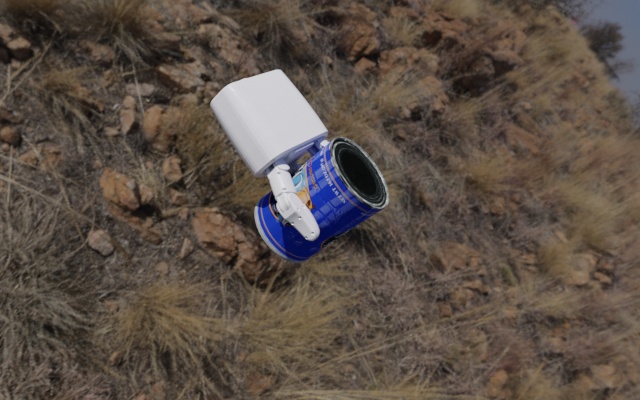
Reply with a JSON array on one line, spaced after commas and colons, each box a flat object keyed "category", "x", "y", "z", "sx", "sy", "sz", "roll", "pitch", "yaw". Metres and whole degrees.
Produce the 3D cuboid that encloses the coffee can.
[{"category": "coffee can", "x": 0.000, "y": 0.002, "z": 0.602, "sx": 0.140, "sy": 0.102, "sz": 0.103, "roll": -37, "pitch": -20, "yaw": 30}]
